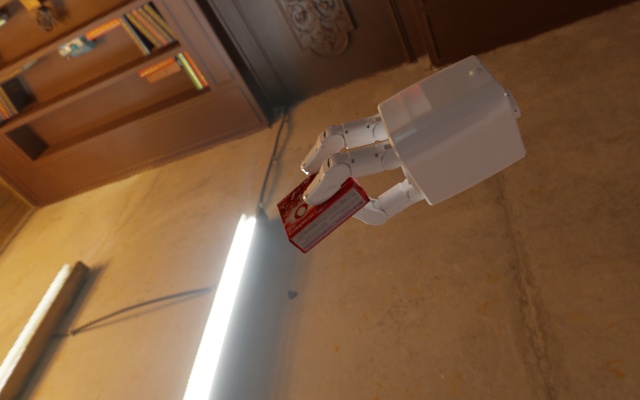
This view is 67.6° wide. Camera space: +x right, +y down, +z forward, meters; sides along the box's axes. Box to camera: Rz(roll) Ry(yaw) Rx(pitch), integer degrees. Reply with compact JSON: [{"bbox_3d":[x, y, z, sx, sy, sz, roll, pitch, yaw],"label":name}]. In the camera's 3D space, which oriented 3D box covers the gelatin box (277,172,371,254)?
[{"bbox_3d":[0.000,0.002,0.499,0.030,0.089,0.073,45,10,-31],"label":"gelatin box"}]
